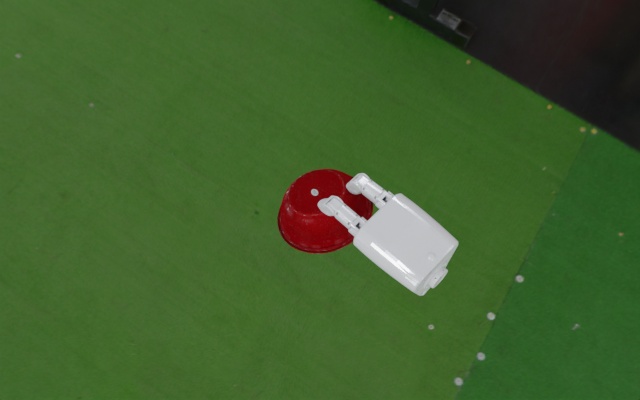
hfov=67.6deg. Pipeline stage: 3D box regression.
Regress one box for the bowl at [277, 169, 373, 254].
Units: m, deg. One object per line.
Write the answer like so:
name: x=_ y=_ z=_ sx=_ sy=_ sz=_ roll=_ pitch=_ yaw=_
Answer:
bowl: x=-0.001 y=0.002 z=0.762 sx=0.162 sy=0.162 sz=0.055 roll=0 pitch=-37 yaw=19
